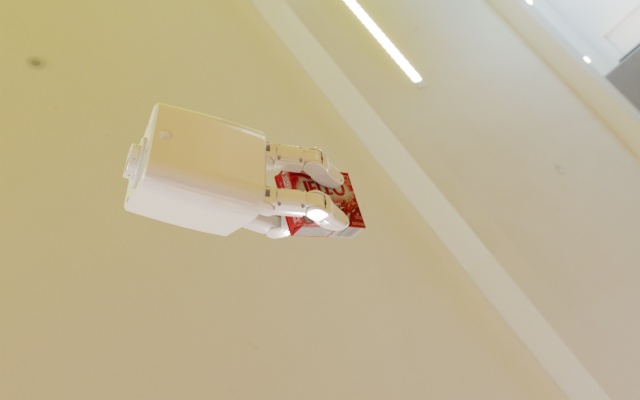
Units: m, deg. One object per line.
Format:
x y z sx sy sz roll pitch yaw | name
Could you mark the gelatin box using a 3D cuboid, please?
0.000 0.002 0.519 0.089 0.073 0.030 6 -34 -38 | gelatin box
